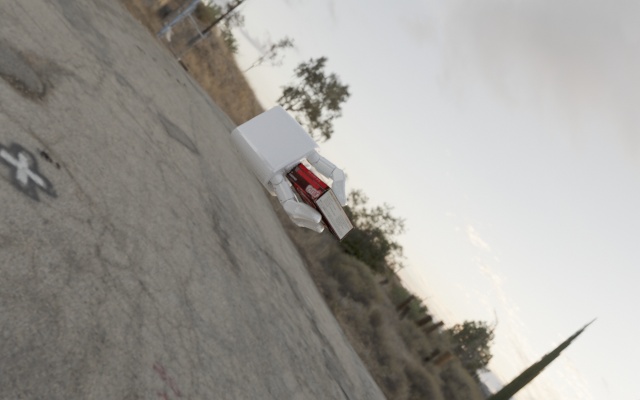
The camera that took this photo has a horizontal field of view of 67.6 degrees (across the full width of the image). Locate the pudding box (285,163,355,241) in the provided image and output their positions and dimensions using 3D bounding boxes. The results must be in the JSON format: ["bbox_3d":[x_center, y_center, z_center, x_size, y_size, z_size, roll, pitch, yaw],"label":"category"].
[{"bbox_3d":[0.000,0.002,0.766,0.090,0.039,0.114,44,-8,44],"label":"pudding box"}]
